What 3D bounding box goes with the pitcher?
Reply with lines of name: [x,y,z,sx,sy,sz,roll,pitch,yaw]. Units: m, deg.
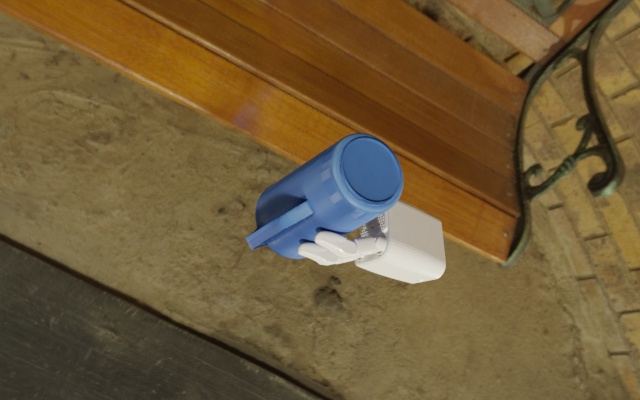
pitcher: [0.000,0.002,0.687,0.145,0.149,0.243,22,-26,-21]
